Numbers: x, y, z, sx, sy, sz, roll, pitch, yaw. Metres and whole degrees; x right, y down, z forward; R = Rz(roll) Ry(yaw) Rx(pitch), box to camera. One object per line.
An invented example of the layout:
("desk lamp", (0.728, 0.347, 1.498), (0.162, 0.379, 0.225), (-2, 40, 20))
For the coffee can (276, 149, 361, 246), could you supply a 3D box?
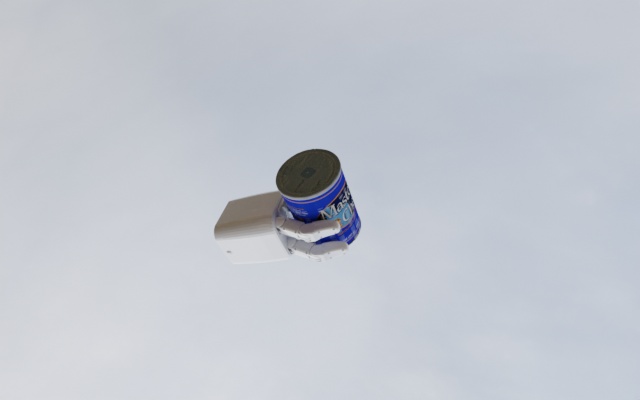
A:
("coffee can", (0.000, 0.002, 0.763), (0.103, 0.102, 0.140), (0, -41, 22))
